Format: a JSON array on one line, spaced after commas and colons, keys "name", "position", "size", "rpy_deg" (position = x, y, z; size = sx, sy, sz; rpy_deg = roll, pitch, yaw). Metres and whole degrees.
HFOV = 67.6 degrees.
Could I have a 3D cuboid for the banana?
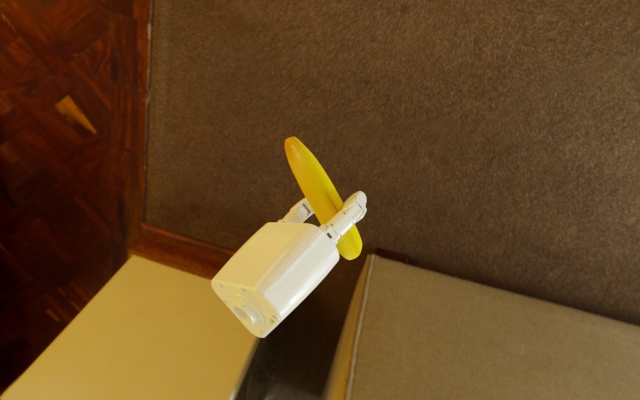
[{"name": "banana", "position": [0.009, 0.011, 0.605], "size": [0.037, 0.198, 0.069], "rpy_deg": [-34, 29, -9]}]
